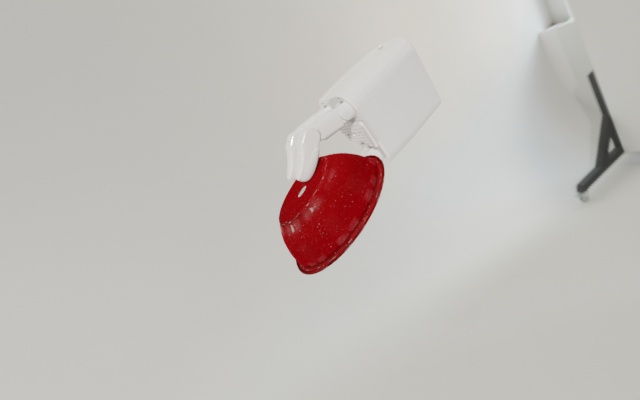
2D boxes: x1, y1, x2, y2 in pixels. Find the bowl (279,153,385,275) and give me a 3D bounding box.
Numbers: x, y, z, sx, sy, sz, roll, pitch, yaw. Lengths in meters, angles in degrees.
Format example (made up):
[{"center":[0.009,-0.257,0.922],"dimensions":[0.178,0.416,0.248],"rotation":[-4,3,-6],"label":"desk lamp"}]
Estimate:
[{"center":[-0.001,0.003,0.549],"dimensions":[0.055,0.162,0.162],"rotation":[33,-12,-19],"label":"bowl"}]
